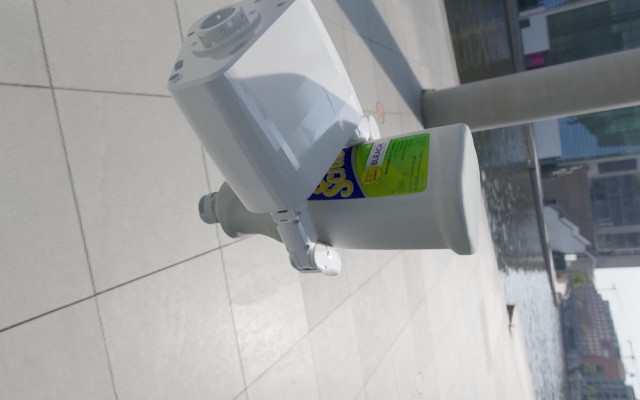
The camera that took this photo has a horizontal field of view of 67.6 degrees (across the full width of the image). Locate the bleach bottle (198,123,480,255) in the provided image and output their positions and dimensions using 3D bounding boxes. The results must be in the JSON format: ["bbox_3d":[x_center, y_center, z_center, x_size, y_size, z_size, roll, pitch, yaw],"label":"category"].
[{"bbox_3d":[0.000,0.001,0.405,0.251,0.102,0.068,-7,-46,26],"label":"bleach bottle"}]
